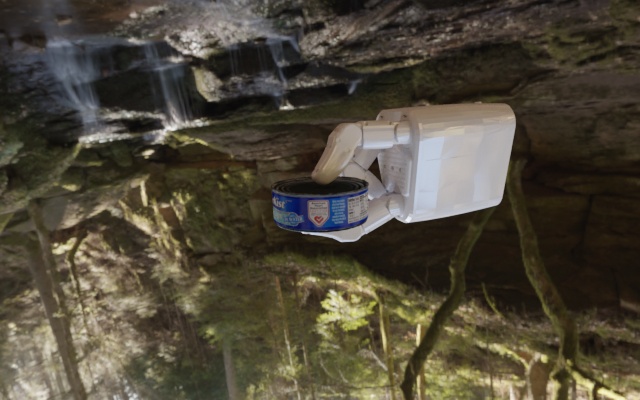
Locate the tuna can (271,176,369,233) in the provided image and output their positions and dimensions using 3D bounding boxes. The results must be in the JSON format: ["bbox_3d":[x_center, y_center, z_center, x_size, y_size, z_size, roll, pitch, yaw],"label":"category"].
[{"bbox_3d":[0.000,0.002,0.423,0.086,0.034,0.086,-2,13,0],"label":"tuna can"}]
